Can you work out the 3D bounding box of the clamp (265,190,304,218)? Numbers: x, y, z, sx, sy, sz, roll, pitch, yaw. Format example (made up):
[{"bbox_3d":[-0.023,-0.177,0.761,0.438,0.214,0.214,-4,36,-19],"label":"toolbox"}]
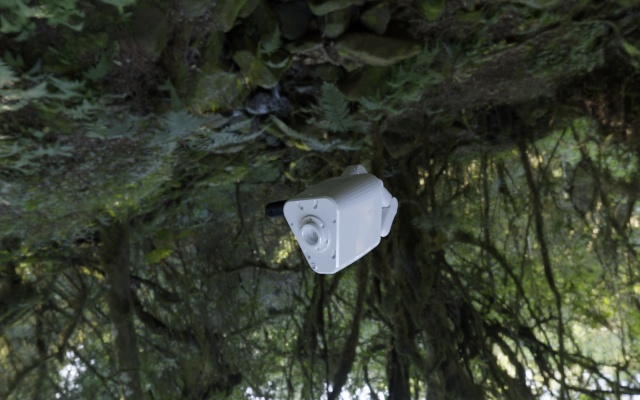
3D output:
[{"bbox_3d":[0.000,0.003,0.755,0.171,0.039,0.120,-5,15,39],"label":"clamp"}]
